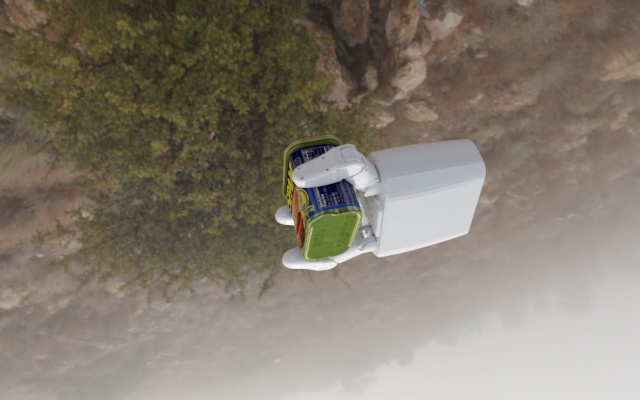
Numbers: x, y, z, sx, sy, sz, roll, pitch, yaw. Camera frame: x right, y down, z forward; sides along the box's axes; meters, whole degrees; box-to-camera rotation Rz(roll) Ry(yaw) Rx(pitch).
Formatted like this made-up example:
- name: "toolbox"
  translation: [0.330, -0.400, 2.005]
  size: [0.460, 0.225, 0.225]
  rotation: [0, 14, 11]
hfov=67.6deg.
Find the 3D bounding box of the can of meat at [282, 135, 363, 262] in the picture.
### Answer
- name: "can of meat"
  translation: [0.000, 0.002, 0.469]
  size: [0.057, 0.084, 0.102]
  rotation: [-10, -30, -13]
